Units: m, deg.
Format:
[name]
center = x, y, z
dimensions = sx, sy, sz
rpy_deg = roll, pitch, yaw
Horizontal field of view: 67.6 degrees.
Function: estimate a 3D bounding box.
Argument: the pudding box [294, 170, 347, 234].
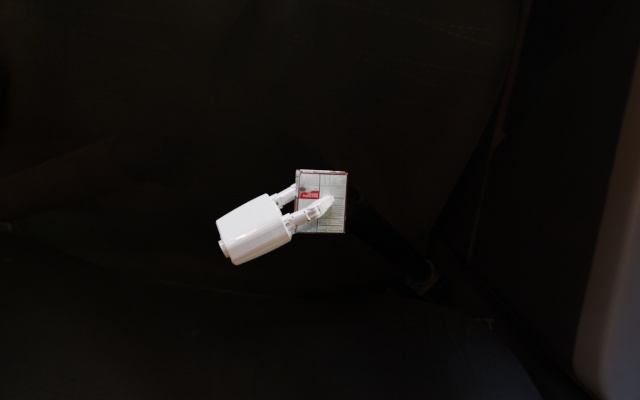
[pudding box]
center = 0.000, 0.003, 0.859
dimensions = 0.090, 0.113, 0.039
rpy_deg = 2, 10, -11
